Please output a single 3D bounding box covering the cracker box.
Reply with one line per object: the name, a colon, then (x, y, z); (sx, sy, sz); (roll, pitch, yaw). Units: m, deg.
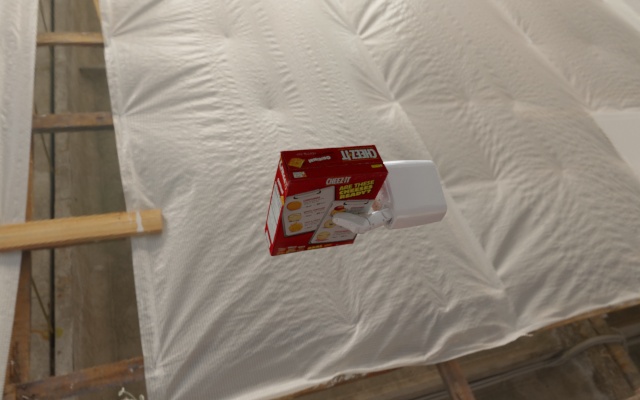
cracker box: (0.000, 0.003, 0.811); (0.164, 0.072, 0.214); (-7, -35, -19)
